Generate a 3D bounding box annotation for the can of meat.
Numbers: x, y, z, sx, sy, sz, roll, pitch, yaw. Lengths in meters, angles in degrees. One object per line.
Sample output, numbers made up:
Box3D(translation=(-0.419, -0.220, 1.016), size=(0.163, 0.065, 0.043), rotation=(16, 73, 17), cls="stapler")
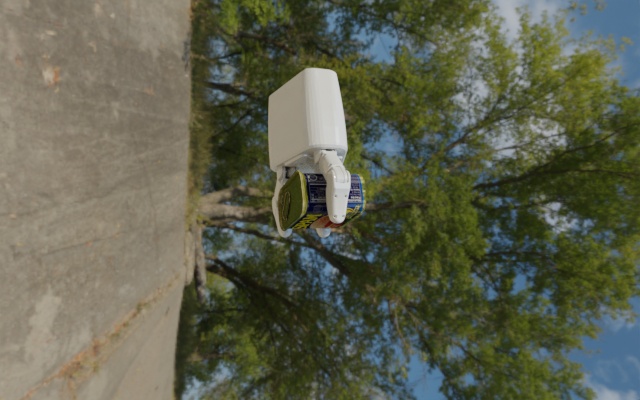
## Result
Box3D(translation=(0.000, 0.002, 0.602), size=(0.084, 0.057, 0.102), rotation=(0, -17, -21), cls="can of meat")
